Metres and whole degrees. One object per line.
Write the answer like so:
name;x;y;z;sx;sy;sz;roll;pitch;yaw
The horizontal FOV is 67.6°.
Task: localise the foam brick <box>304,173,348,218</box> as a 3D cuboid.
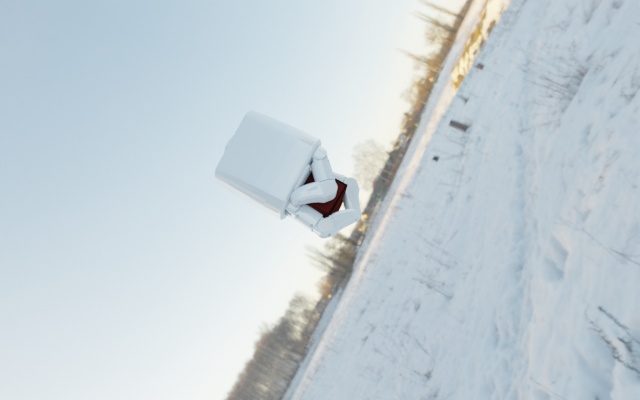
foam brick;0.000;0.002;0.659;0.051;0.053;0.078;27;-23;7
